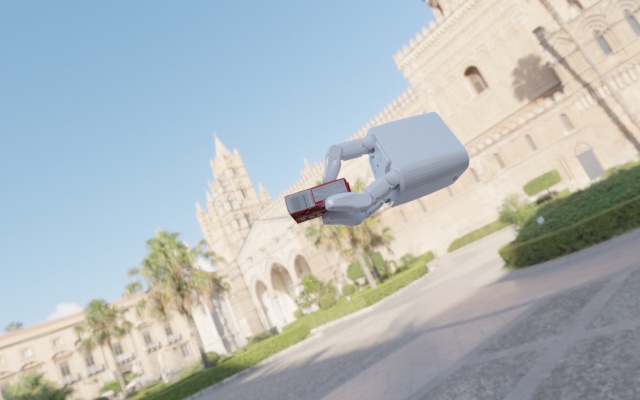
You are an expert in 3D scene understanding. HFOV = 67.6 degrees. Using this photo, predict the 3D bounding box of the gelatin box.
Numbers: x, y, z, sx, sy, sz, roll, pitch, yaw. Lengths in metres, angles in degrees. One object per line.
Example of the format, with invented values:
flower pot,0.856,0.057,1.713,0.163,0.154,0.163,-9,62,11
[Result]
gelatin box,0.000,0.002,0.665,0.089,0.030,0.073,-18,-14,2
